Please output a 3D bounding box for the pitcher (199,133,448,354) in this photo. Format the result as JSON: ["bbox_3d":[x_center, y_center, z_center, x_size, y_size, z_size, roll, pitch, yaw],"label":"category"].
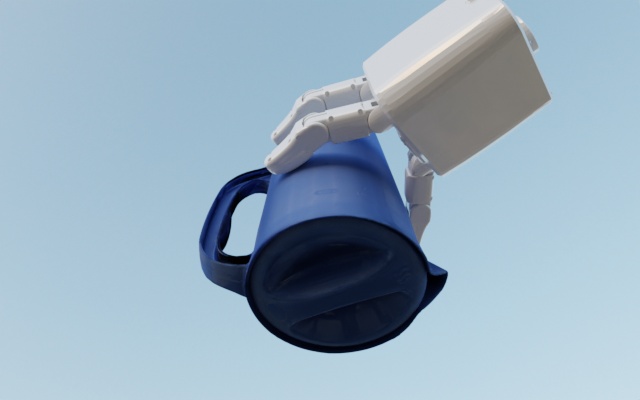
[{"bbox_3d":[0.000,0.001,0.432,0.145,0.149,0.242,-37,27,20],"label":"pitcher"}]
